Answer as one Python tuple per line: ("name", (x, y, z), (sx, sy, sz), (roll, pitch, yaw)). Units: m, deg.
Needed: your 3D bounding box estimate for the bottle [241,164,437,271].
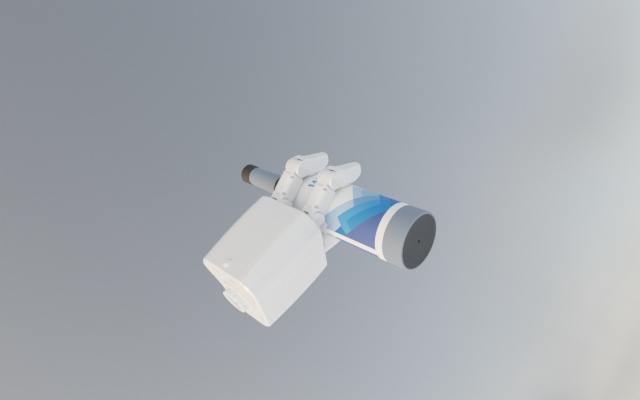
("bottle", (0.000, 0.002, 0.598), (0.295, 0.069, 0.069), (22, 14, 40))
